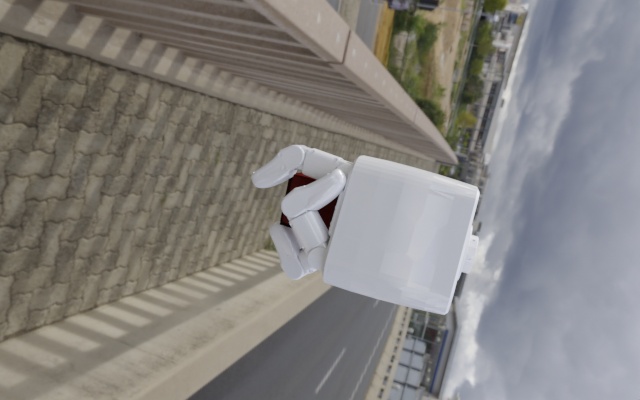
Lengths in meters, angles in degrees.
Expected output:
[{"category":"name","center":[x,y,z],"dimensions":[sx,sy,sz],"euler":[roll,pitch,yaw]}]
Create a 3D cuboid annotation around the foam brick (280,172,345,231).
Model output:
[{"category":"foam brick","center":[0.000,0.001,0.477],"dimensions":[0.051,0.053,0.078],"euler":[15,11,14]}]
